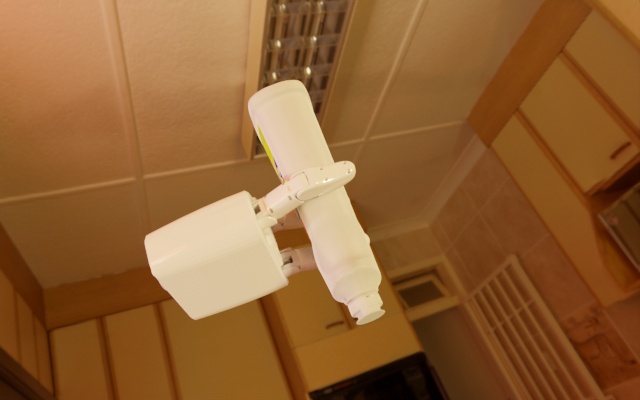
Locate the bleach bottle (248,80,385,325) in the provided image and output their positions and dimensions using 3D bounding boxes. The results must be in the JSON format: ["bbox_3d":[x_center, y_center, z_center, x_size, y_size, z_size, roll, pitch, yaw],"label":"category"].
[{"bbox_3d":[0.000,0.002,0.485,0.068,0.250,0.103,-22,-28,-3],"label":"bleach bottle"}]
